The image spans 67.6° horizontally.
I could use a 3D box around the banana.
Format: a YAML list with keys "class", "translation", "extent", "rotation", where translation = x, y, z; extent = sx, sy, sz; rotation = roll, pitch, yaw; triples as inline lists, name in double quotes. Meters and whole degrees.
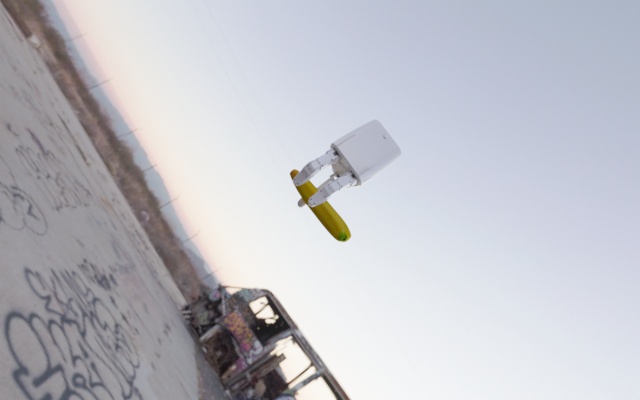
- class: "banana"
  translation: [0.005, 0.016, 0.905]
  extent: [0.037, 0.197, 0.070]
  rotation: [-33, -35, -11]
